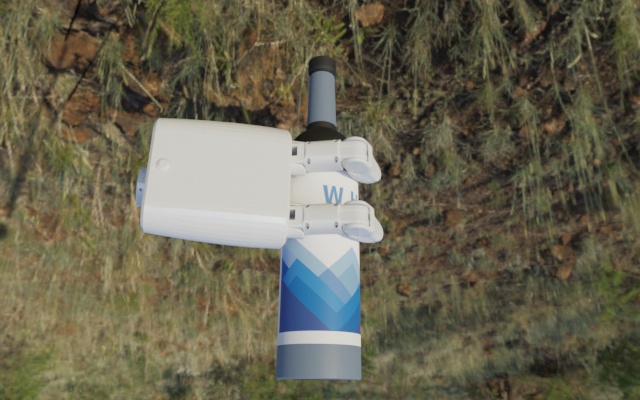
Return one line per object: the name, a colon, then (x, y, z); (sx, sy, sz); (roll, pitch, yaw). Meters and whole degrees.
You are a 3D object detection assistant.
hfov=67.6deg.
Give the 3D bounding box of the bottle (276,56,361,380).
bottle: (0.000, 0.002, 0.422); (0.069, 0.295, 0.069); (1, -21, 0)
